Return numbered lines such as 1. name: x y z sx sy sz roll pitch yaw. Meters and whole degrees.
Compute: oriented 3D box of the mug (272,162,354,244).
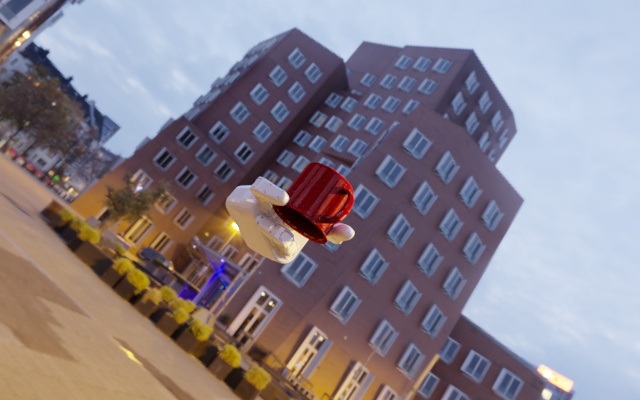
1. mug: 0.001 0.002 0.658 0.117 0.081 0.093 9 -33 53
